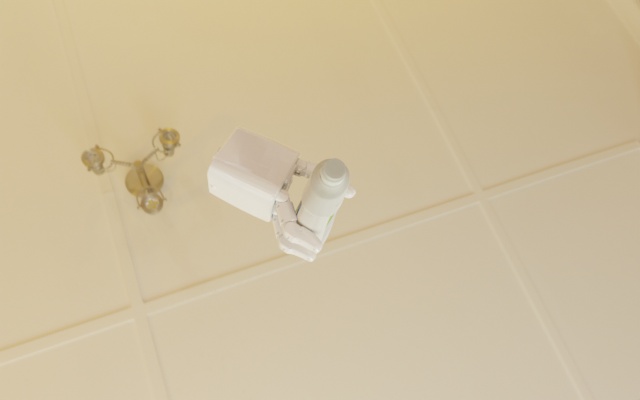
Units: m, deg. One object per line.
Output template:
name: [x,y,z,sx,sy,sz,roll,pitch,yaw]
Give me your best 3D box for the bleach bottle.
bleach bottle: [0.000,0.002,0.698,0.068,0.102,0.251,24,-25,0]
